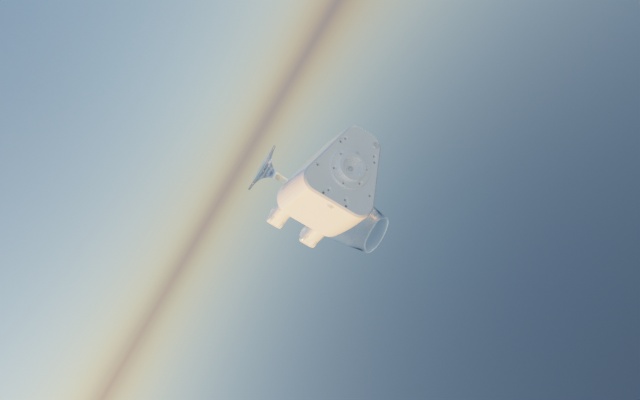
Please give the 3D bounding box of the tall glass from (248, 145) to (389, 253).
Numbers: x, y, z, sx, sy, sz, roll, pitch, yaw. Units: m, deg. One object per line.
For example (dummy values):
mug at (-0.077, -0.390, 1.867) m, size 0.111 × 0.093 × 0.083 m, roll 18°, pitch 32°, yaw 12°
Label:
tall glass at (-0.001, 0.002, 0.696) m, size 0.201 × 0.079 × 0.079 m, roll 31°, pitch -6°, yaw -10°
